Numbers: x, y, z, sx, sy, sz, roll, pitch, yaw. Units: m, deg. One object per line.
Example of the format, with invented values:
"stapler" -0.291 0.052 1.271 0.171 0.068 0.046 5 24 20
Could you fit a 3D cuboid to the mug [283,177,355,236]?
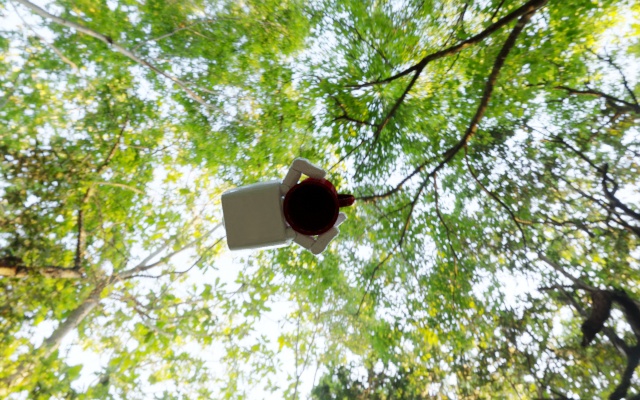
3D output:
"mug" 0.002 0.002 0.812 0.117 0.093 0.081 -9 12 8
